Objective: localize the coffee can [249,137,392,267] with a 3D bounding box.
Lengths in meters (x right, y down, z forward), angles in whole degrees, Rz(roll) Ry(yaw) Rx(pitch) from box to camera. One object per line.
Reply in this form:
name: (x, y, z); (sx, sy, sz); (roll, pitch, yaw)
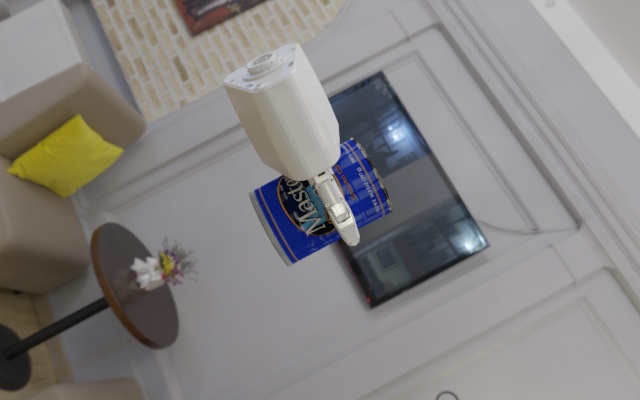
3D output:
coffee can: (0.000, 0.002, 0.575); (0.140, 0.103, 0.103); (-28, 1, -1)
